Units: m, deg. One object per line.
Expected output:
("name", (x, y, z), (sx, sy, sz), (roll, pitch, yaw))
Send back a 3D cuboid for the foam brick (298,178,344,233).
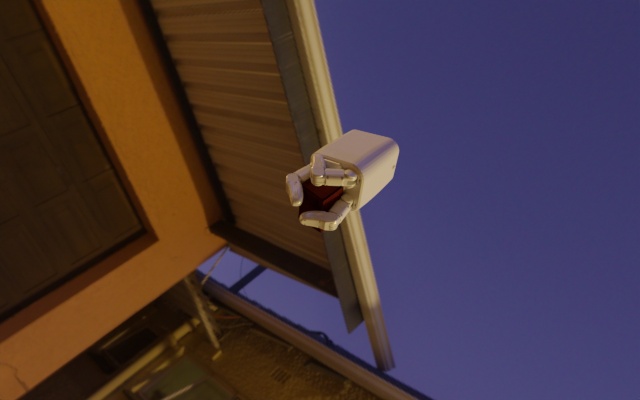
("foam brick", (0.000, 0.003, 0.785), (0.053, 0.078, 0.051), (34, 52, 25))
